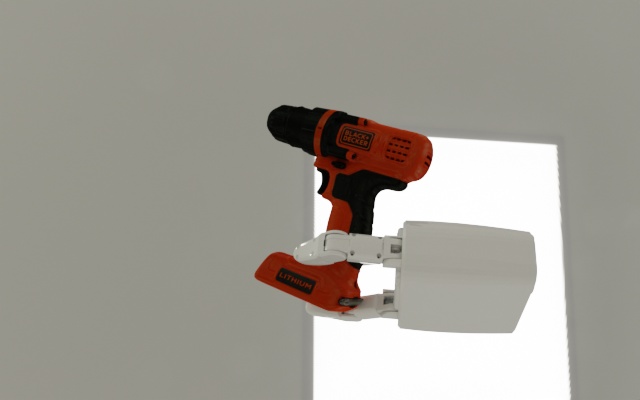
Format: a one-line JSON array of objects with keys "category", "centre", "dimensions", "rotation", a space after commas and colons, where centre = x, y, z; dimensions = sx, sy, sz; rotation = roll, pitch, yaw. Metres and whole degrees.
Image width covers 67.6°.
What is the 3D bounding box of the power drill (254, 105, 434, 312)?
[{"category": "power drill", "centre": [0.000, 0.002, 0.476], "dimensions": [0.184, 0.187, 0.057], "rotation": [19, 1, 30]}]
